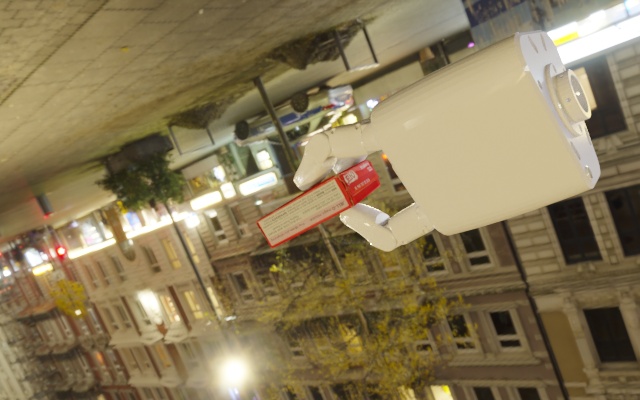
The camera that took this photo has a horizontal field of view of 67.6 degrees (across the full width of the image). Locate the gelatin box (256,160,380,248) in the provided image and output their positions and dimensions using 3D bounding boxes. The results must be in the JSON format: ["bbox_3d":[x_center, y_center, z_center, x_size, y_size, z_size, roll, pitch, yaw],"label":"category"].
[{"bbox_3d":[0.000,0.002,0.407,0.089,0.030,0.073,-30,0,28],"label":"gelatin box"}]
